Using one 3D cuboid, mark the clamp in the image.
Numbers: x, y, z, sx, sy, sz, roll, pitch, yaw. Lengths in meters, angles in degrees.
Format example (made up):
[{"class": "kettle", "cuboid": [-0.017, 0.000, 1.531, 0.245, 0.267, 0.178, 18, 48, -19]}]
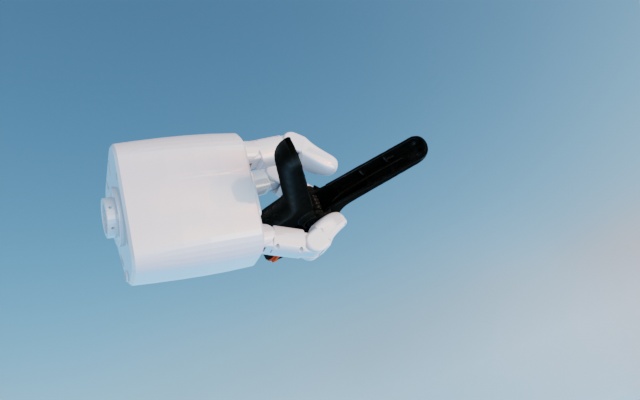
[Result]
[{"class": "clamp", "cuboid": [0.000, 0.003, 0.472, 0.164, 0.036, 0.210, -9, -26, -32]}]
